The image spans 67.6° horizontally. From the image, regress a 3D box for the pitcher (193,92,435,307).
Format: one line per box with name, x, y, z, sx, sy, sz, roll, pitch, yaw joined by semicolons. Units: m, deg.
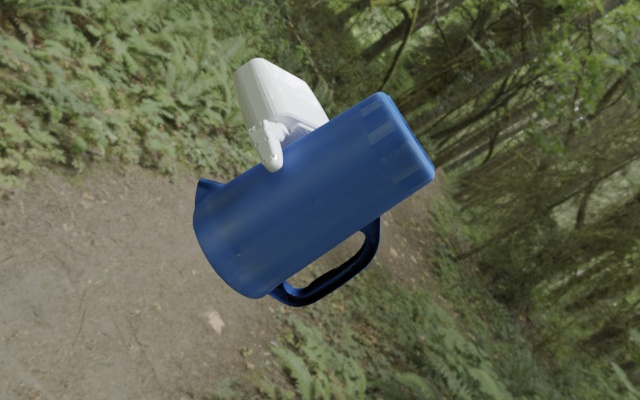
pitcher;0.000;0.002;0.519;0.243;0.145;0.149;-32;-33;14
